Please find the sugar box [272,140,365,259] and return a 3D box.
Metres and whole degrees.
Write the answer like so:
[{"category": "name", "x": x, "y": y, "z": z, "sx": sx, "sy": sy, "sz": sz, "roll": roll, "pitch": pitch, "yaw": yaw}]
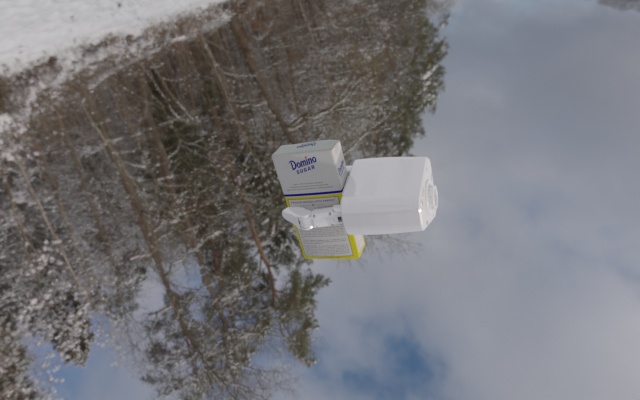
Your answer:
[{"category": "sugar box", "x": 0.000, "y": 0.002, "z": 0.692, "sx": 0.093, "sy": 0.176, "sz": 0.048, "roll": -3, "pitch": 26, "yaw": 23}]
